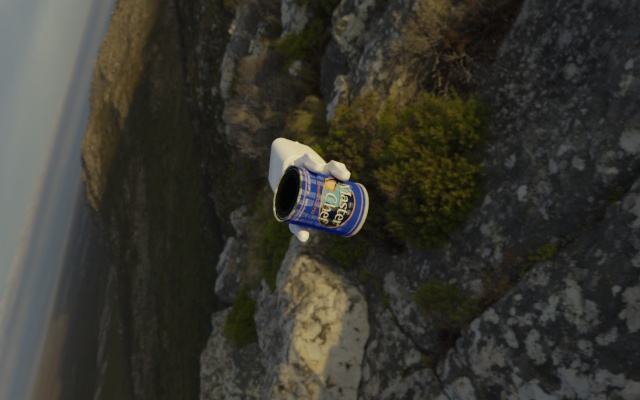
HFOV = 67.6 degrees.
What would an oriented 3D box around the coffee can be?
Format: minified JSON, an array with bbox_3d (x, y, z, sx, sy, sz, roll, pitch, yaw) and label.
[{"bbox_3d":[0.000,0.003,0.858,0.140,0.103,0.103,15,-7,-28],"label":"coffee can"}]
